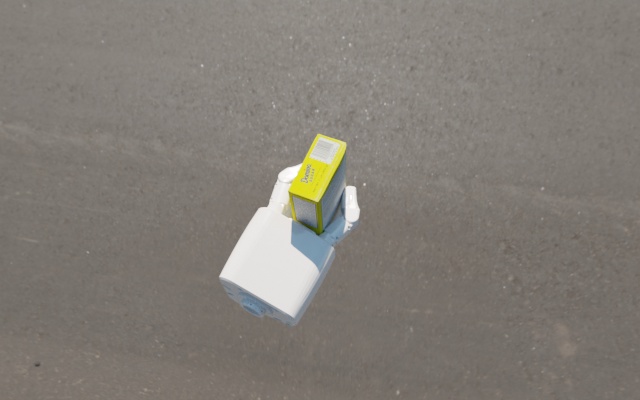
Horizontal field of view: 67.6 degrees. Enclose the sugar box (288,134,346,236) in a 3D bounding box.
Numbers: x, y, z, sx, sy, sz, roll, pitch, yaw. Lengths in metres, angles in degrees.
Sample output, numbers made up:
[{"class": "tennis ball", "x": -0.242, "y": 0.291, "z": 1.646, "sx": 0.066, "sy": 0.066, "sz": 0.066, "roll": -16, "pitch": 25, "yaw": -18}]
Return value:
[{"class": "sugar box", "x": 0.000, "y": 0.002, "z": 0.642, "sx": 0.048, "sy": 0.093, "sz": 0.176, "roll": 21, "pitch": -27, "yaw": 11}]
